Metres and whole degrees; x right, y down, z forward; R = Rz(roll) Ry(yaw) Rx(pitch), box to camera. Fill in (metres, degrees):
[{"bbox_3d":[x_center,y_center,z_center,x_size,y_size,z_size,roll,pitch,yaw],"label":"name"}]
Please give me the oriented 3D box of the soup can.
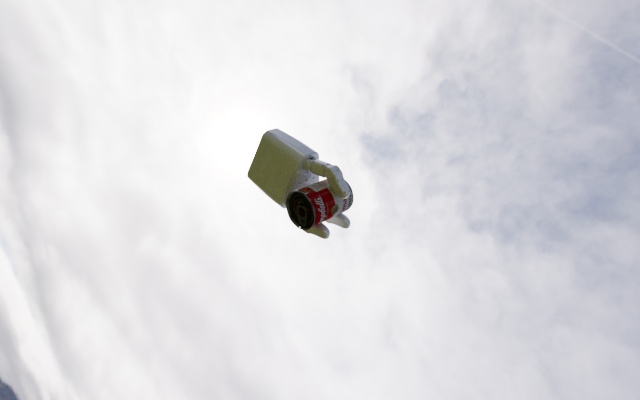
[{"bbox_3d":[0.001,0.003,0.822,0.068,0.068,0.102,0,17,46],"label":"soup can"}]
